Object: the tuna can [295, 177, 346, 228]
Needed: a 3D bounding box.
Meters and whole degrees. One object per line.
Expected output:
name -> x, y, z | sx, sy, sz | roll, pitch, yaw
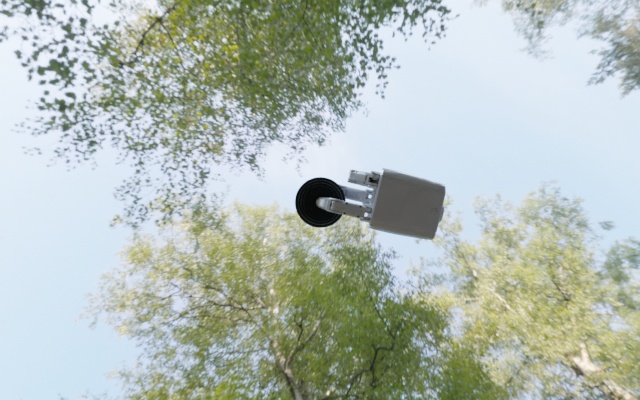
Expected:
tuna can -> 0.000, 0.003, 0.818 | 0.086, 0.086, 0.034 | 0, 3, 1
